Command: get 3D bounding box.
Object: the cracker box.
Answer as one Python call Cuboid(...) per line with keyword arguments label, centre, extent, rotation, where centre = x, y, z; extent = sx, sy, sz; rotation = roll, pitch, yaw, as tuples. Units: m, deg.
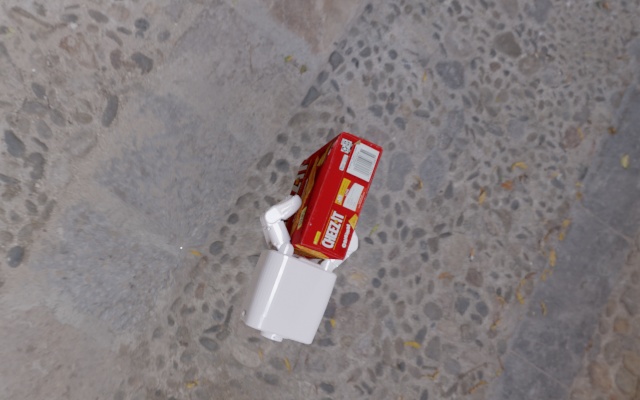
Cuboid(label="cracker box", centre=(0.000, 0.002, 0.718), extent=(0.072, 0.164, 0.214), rotation=(23, -11, -13))
